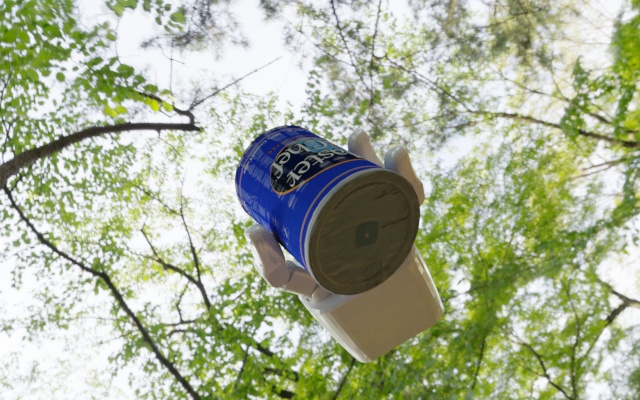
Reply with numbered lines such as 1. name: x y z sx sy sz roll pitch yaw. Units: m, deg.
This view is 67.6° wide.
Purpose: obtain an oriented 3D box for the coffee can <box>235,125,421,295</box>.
1. coffee can: 0.000 0.001 0.409 0.103 0.103 0.140 0 21 -33
